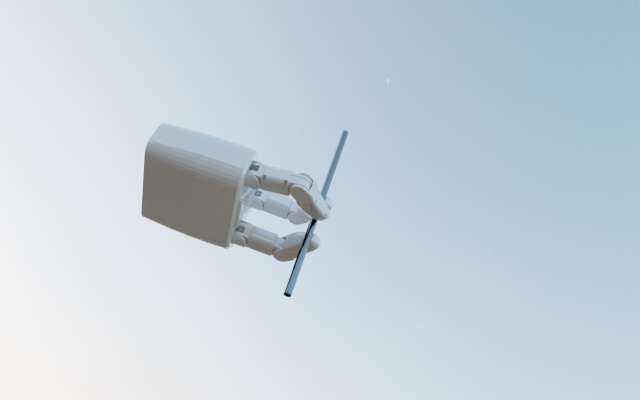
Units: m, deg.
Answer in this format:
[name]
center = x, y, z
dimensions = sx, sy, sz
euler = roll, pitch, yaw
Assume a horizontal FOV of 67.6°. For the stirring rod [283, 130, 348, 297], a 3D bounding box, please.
[stirring rod]
center = 0.000, 0.002, 0.526
dimensions = 0.011, 0.239, 0.011
euler = 12, -40, 10
